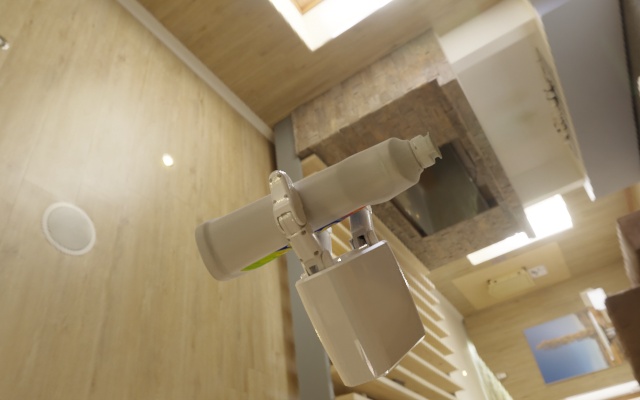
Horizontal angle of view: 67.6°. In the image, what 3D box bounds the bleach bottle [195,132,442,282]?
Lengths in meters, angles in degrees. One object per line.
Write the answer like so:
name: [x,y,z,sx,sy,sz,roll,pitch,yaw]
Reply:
bleach bottle: [0.000,0.002,0.484,0.251,0.068,0.102,-27,-7,21]
